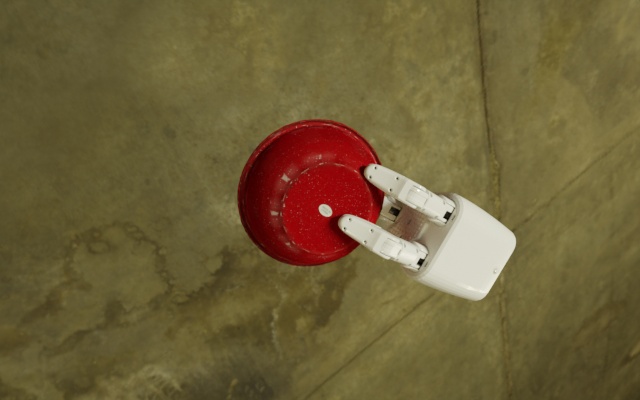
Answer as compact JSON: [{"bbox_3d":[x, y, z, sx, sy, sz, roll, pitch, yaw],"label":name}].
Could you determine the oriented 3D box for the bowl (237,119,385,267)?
[{"bbox_3d":[-0.001,0.001,0.481,0.162,0.162,0.055,0,16,-16],"label":"bowl"}]
